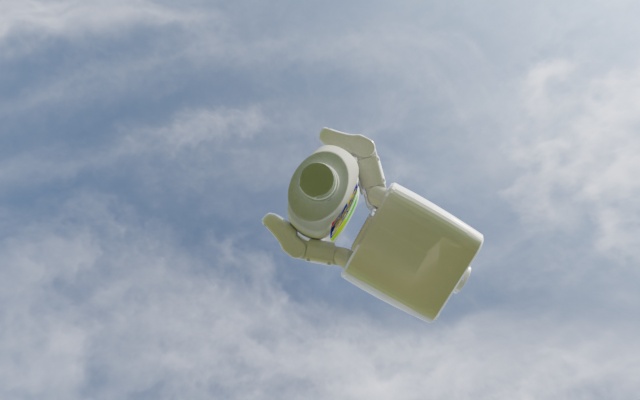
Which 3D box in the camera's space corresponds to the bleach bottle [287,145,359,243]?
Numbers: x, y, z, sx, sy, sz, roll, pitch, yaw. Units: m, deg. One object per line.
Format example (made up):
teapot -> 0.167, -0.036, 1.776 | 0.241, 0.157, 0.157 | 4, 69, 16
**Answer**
bleach bottle -> 0.000, 0.002, 0.509 | 0.068, 0.102, 0.251 | 30, -3, 6
